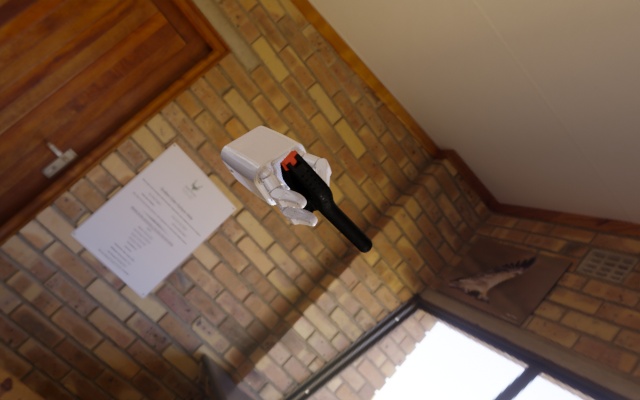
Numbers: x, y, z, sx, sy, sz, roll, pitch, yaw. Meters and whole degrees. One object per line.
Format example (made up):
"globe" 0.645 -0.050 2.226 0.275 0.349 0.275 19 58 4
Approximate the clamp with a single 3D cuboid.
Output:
"clamp" 0.000 0.002 0.767 0.164 0.036 0.210 28 -20 34
